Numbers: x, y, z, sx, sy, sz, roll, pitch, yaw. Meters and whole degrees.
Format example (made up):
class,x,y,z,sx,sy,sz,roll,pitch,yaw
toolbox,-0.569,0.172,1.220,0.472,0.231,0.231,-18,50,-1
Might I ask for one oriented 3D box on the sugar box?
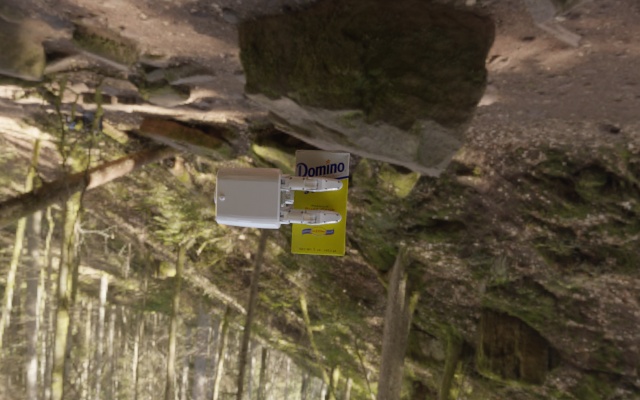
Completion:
class,x,y,z,sx,sy,sz,roll,pitch,yaw
sugar box,0.000,0.003,0.820,0.093,0.176,0.048,2,6,1
